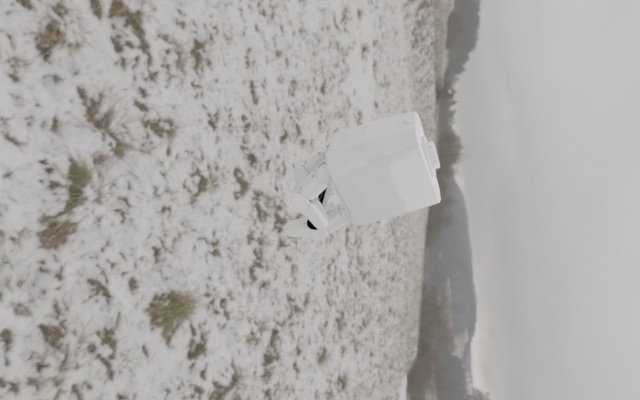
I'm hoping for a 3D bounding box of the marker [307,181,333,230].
[{"bbox_3d":[0.000,0.002,0.646,0.020,0.020,0.121,0,30,10],"label":"marker"}]
